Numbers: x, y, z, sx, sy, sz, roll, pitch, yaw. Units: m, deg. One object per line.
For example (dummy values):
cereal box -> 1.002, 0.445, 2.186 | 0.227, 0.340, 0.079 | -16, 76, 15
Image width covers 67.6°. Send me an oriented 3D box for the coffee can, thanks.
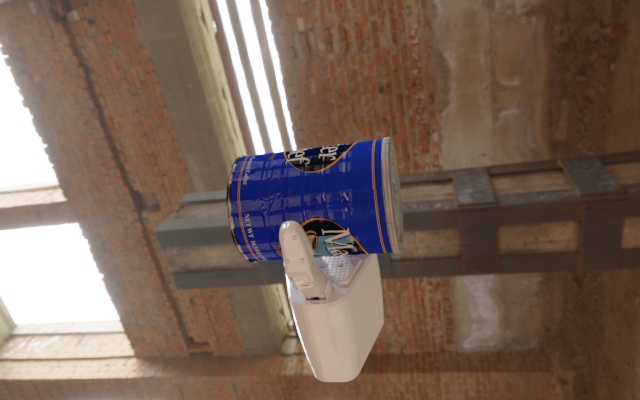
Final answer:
coffee can -> 0.000, 0.001, 0.437 | 0.140, 0.103, 0.103 | -5, -1, 13
